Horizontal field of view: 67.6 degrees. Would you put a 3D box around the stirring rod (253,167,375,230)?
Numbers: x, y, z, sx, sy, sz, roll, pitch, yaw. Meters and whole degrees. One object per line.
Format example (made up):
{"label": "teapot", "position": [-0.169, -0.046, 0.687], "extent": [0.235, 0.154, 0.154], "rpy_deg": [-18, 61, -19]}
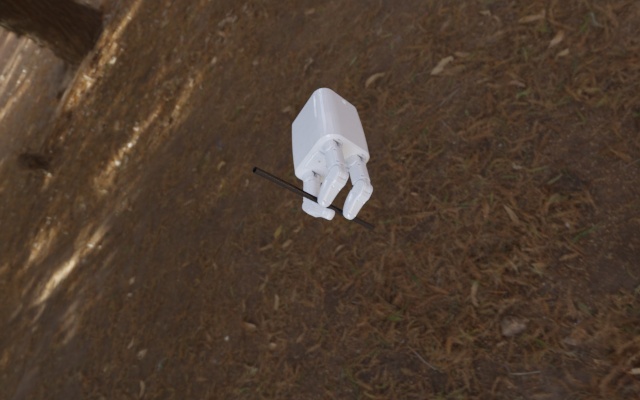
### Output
{"label": "stirring rod", "position": [0.000, 0.002, 0.676], "extent": [0.239, 0.011, 0.011], "rpy_deg": [26, -18, -40]}
